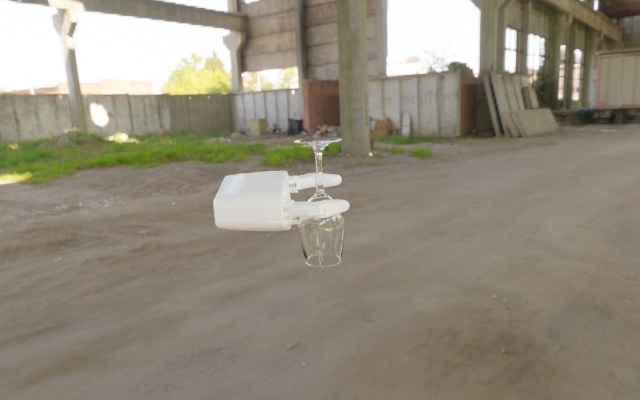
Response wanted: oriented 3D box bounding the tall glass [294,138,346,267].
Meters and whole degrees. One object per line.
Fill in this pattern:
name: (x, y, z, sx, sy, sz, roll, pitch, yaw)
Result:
tall glass: (0.000, 0.002, 0.770, 0.079, 0.201, 0.079, -3, 11, 1)
